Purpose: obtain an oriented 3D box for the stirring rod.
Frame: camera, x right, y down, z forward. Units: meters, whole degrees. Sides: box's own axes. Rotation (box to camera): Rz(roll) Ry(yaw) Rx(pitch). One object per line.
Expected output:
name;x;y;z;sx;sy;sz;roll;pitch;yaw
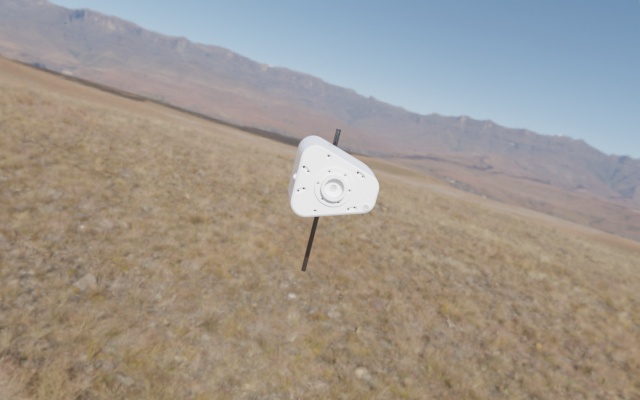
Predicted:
stirring rod;0.000;0.003;0.773;0.011;0.239;0.011;14;11;-3
